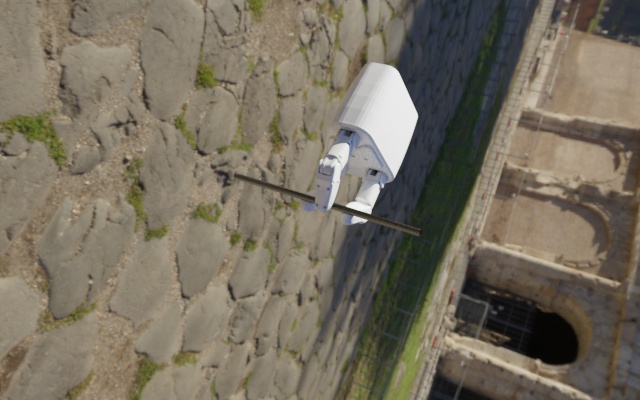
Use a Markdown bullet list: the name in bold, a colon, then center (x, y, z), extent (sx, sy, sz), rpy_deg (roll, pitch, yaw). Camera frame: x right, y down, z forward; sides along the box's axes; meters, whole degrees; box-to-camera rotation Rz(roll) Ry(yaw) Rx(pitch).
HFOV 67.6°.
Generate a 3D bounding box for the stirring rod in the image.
- **stirring rod**: center (0.000, 0.002, 0.555), extent (0.239, 0.011, 0.011), rpy_deg (17, 6, 22)
